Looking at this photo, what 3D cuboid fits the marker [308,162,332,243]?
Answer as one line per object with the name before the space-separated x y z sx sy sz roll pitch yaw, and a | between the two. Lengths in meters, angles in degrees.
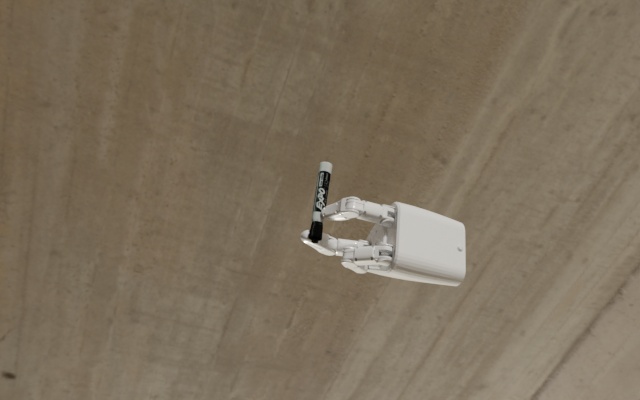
marker | 0.000 0.002 0.666 0.020 0.121 0.020 7 -25 3
